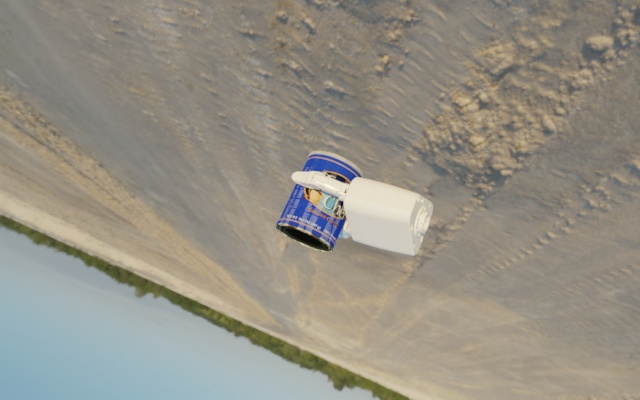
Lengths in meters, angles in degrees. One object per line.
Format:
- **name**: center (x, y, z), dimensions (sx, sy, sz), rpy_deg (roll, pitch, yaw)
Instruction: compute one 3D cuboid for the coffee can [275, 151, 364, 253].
- **coffee can**: center (0.000, 0.002, 0.798), dimensions (0.103, 0.140, 0.103), rpy_deg (22, -17, 7)
